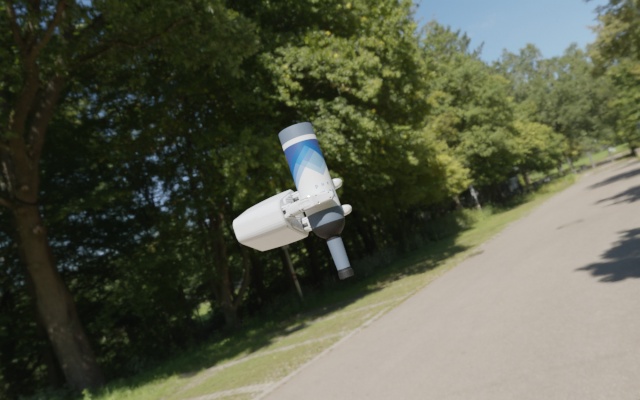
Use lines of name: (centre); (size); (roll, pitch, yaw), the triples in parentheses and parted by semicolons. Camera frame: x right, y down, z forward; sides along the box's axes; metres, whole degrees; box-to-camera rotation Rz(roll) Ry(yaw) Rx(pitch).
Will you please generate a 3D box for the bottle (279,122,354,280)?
bottle: (0.000, 0.003, 0.891); (0.069, 0.295, 0.069); (-19, -7, -2)
